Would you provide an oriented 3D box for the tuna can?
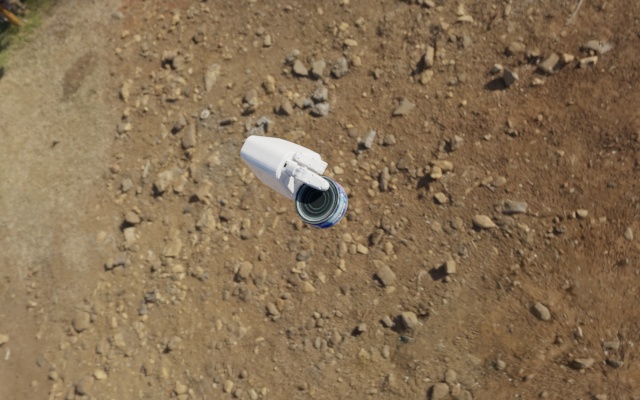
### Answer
[{"bbox_3d":[0.000,0.003,0.805,0.086,0.086,0.034,0,-15,27],"label":"tuna can"}]
